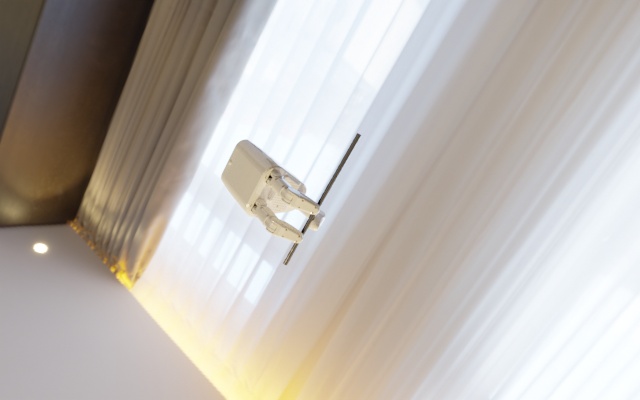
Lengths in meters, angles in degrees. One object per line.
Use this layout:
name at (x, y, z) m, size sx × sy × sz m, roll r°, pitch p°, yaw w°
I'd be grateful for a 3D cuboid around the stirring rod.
stirring rod at (0.000, 0.002, 0.739) m, size 0.011 × 0.239 × 0.011 m, roll 27°, pitch 17°, yaw -9°
